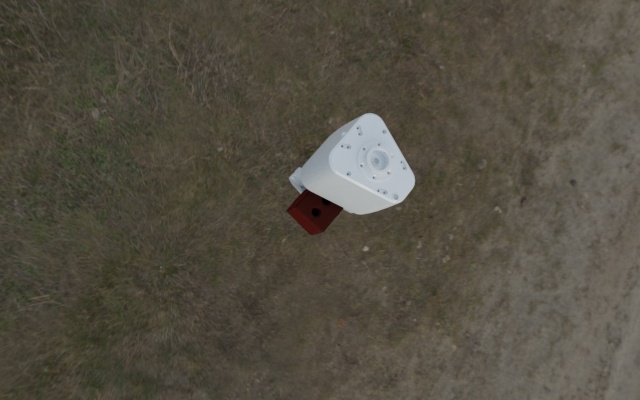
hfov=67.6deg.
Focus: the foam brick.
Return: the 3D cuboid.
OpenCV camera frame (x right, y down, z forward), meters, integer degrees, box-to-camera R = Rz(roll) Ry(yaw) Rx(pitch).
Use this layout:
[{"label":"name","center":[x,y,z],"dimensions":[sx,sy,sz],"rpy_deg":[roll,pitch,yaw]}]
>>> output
[{"label":"foam brick","center":[0.000,0.002,0.669],"dimensions":[0.053,0.078,0.051],"rpy_deg":[43,-18,-10]}]
